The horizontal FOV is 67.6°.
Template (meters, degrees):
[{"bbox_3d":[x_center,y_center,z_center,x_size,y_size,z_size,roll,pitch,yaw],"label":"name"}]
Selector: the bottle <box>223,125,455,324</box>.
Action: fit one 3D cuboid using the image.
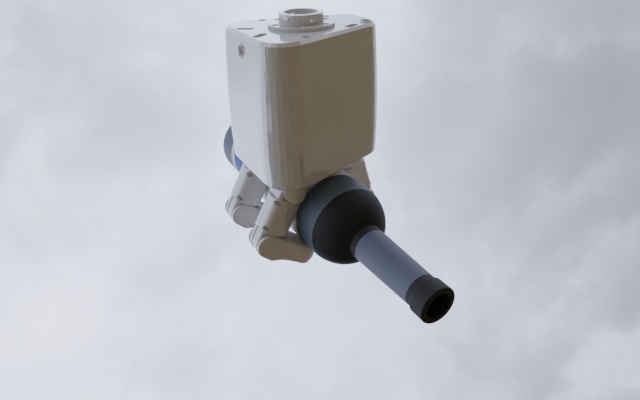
[{"bbox_3d":[0.000,0.001,0.406,0.069,0.069,0.295,0,26,-34],"label":"bottle"}]
